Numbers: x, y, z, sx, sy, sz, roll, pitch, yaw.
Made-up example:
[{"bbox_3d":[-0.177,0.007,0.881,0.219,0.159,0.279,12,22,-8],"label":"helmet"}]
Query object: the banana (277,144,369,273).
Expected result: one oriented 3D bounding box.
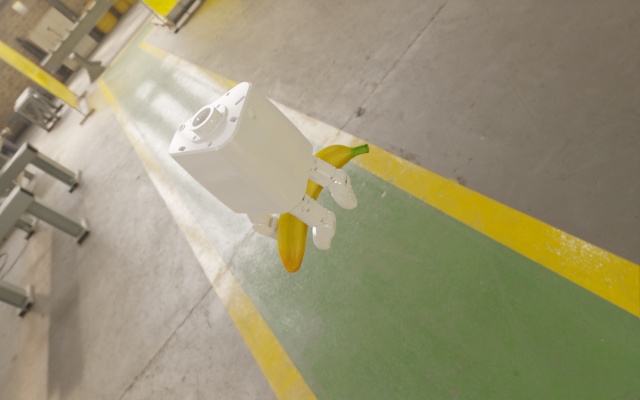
[{"bbox_3d":[-0.012,-0.003,0.600,0.069,0.197,0.037,10,-29,41],"label":"banana"}]
